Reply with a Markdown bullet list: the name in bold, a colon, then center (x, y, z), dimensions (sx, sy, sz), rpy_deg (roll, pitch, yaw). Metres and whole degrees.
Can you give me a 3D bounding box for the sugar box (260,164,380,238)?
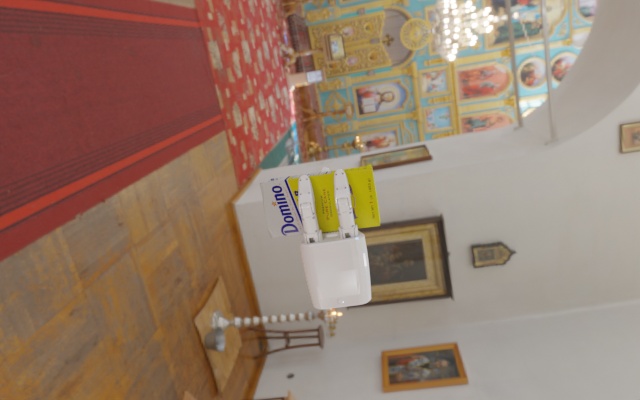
- **sugar box**: center (0.000, 0.003, 0.747), dimensions (0.176, 0.093, 0.048), rpy_deg (-8, 10, 6)
